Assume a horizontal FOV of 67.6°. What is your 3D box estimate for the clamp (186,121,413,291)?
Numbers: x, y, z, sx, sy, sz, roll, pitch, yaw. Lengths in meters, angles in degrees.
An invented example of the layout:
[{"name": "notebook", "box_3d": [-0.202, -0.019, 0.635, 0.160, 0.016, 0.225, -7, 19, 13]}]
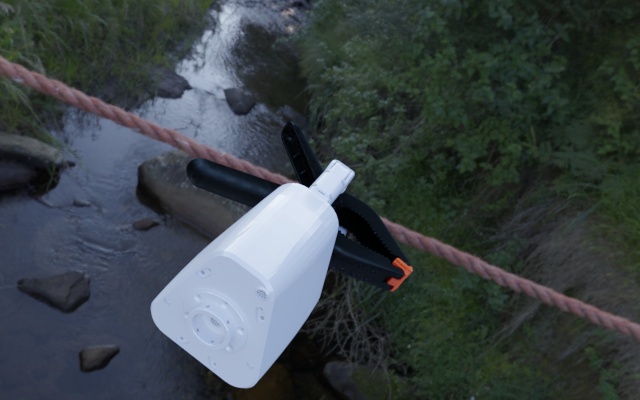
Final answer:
[{"name": "clamp", "box_3d": [0.001, 0.001, 0.457, 0.210, 0.036, 0.164, 37, 35, 4]}]
